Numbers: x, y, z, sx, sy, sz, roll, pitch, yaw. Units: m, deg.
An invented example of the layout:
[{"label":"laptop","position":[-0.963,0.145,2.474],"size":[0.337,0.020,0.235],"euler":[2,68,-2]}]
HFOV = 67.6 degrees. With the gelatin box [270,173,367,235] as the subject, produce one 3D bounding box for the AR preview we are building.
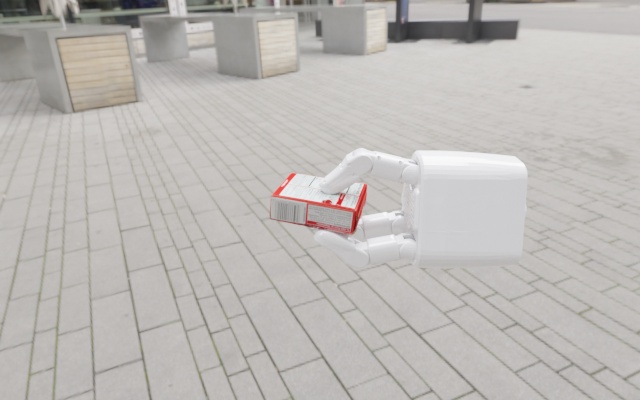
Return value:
[{"label":"gelatin box","position":[0.000,0.001,0.498],"size":[0.089,0.030,0.073],"euler":[10,24,9]}]
